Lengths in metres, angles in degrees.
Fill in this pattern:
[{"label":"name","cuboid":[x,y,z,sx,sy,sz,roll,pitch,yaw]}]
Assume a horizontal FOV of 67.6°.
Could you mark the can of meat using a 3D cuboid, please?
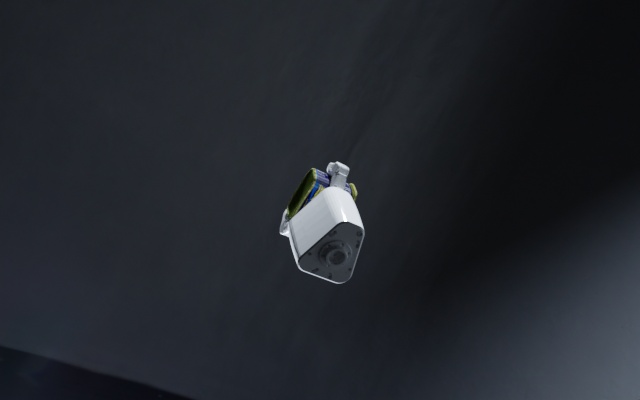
[{"label":"can of meat","cuboid":[0.000,0.002,0.834,0.084,0.102,0.057,23,25,-21]}]
